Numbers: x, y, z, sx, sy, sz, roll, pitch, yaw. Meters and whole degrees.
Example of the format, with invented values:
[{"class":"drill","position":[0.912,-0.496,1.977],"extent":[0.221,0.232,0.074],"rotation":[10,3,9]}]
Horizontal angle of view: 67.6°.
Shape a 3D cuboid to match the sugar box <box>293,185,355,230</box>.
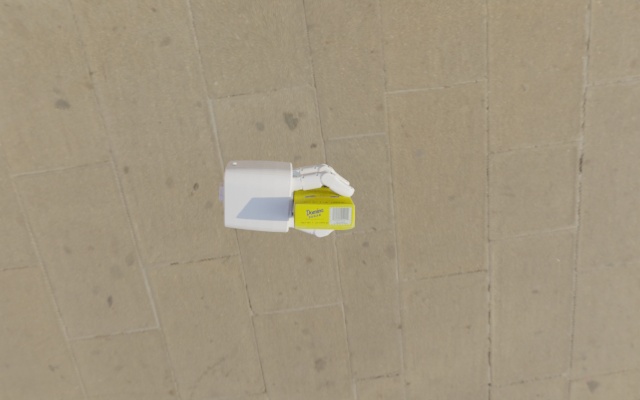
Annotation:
[{"class":"sugar box","position":[0.000,0.002,0.801],"extent":[0.093,0.048,0.176],"rotation":[1,17,-5]}]
